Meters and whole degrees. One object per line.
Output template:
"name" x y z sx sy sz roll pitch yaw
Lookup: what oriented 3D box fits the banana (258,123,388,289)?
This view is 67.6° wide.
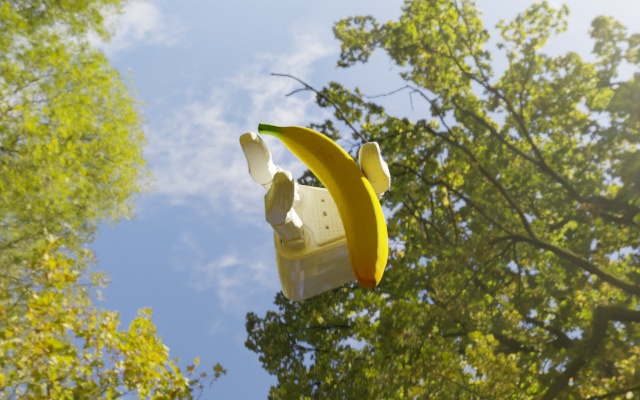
"banana" 0.014 -0.008 0.438 0.069 0.197 0.037 -23 -33 -22
